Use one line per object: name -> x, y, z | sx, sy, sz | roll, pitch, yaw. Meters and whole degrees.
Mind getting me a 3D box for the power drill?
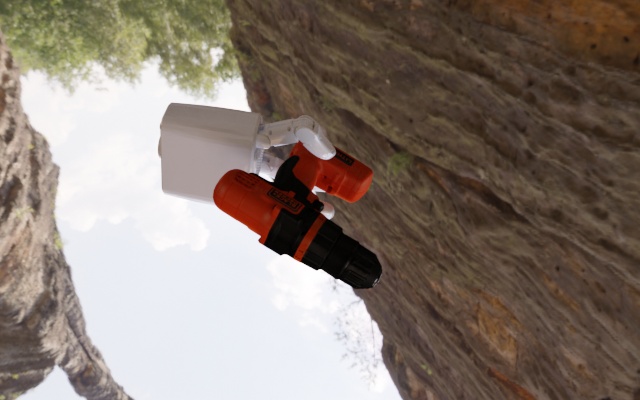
power drill -> 0.000, 0.001, 0.526 | 0.184, 0.057, 0.187 | 32, 29, 3
